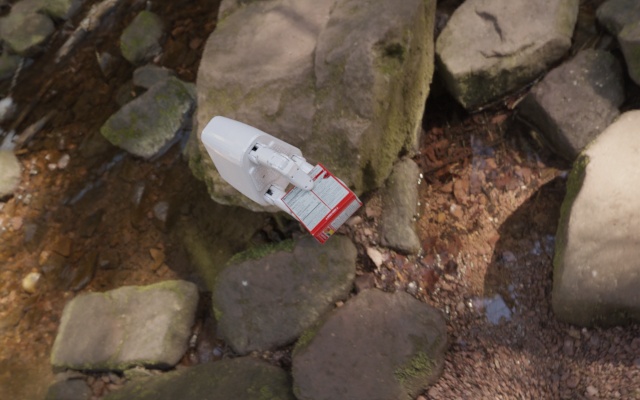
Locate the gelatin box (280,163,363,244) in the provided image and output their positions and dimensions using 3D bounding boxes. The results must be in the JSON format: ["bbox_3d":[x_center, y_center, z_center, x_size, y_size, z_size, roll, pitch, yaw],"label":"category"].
[{"bbox_3d":[0.000,0.002,0.623,0.089,0.073,0.030,45,-1,43],"label":"gelatin box"}]
